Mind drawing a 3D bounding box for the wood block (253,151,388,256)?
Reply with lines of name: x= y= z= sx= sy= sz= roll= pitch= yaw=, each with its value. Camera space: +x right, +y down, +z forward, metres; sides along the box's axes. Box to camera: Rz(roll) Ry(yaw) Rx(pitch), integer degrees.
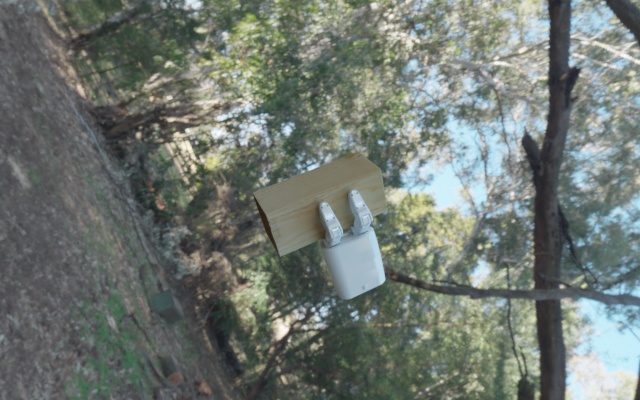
wood block: x=0.000 y=0.003 z=0.830 sx=0.206 sy=0.090 sz=0.090 roll=-22 pitch=32 yaw=-13
